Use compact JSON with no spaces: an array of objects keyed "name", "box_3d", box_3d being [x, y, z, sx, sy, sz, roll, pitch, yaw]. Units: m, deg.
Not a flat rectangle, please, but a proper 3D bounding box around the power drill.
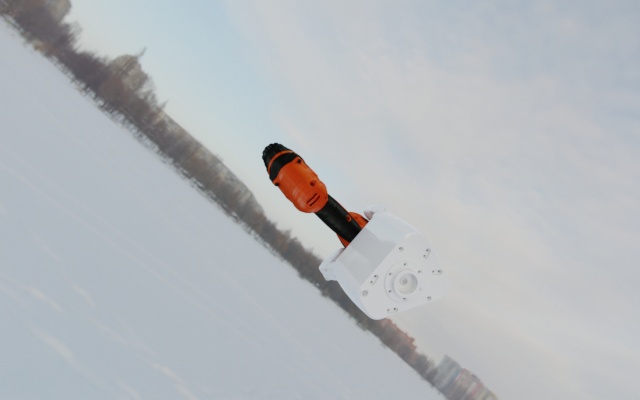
[{"name":"power drill","box_3d":[0.001,0.003,0.681,0.188,0.057,0.184,41,6,-32]}]
